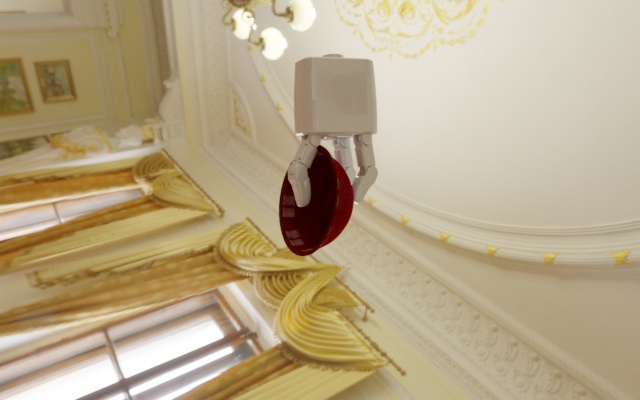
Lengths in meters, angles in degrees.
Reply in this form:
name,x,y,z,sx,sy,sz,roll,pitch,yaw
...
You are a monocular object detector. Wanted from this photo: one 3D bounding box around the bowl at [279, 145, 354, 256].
name,x,y,z,sx,sy,sz,roll,pitch,yaw
bowl,0.000,0.004,0.695,0.055,0.162,0.162,9,-5,-32
